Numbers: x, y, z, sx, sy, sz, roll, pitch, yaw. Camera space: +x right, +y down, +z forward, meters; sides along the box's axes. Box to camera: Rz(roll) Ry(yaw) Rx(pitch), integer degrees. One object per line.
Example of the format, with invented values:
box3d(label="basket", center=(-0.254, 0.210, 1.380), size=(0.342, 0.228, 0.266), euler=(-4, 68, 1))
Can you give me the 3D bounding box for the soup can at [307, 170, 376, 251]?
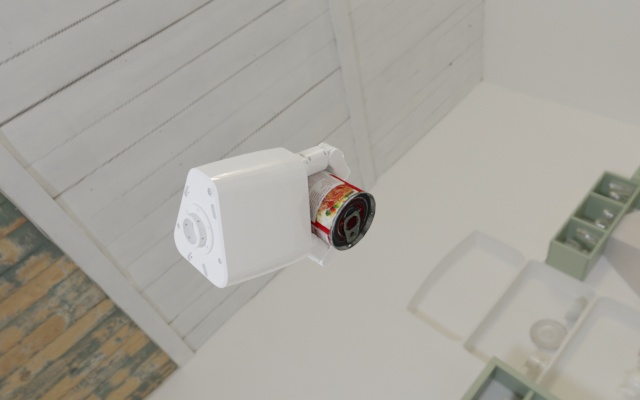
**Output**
box3d(label="soup can", center=(0.000, 0.001, 0.524), size=(0.102, 0.068, 0.068), euler=(31, 19, 36))
